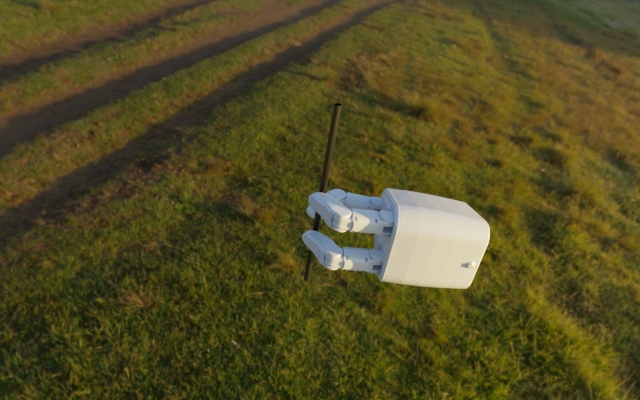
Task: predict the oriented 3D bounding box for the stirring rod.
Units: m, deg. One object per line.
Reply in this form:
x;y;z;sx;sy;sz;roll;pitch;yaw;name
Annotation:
0.000;0.002;0.552;0.011;0.240;0.011;7;33;-5;stirring rod
